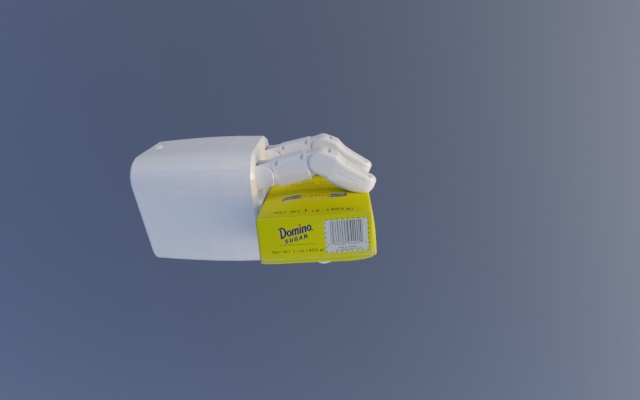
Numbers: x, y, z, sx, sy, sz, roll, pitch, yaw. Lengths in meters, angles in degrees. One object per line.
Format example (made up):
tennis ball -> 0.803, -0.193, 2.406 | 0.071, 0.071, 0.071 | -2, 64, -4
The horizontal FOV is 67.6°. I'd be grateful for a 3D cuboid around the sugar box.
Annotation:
sugar box -> 0.000, 0.001, 0.450 | 0.093, 0.048, 0.176 | -3, 21, 3
